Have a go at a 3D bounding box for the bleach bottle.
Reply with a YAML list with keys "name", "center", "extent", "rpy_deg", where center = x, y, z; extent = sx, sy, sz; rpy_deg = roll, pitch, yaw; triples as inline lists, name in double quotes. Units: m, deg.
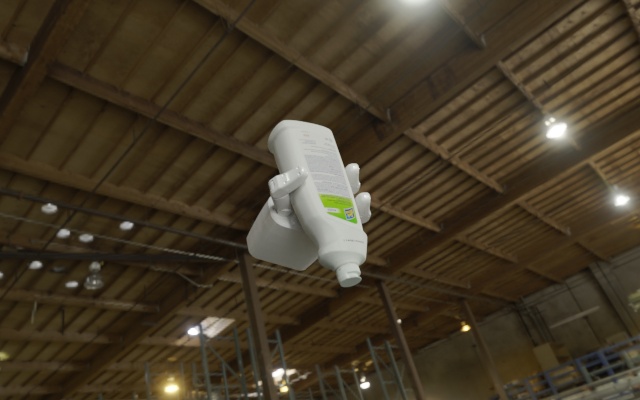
- name: "bleach bottle"
  center: [0.000, 0.002, 0.670]
  extent: [0.102, 0.250, 0.068]
  rpy_deg: [5, -38, -31]
